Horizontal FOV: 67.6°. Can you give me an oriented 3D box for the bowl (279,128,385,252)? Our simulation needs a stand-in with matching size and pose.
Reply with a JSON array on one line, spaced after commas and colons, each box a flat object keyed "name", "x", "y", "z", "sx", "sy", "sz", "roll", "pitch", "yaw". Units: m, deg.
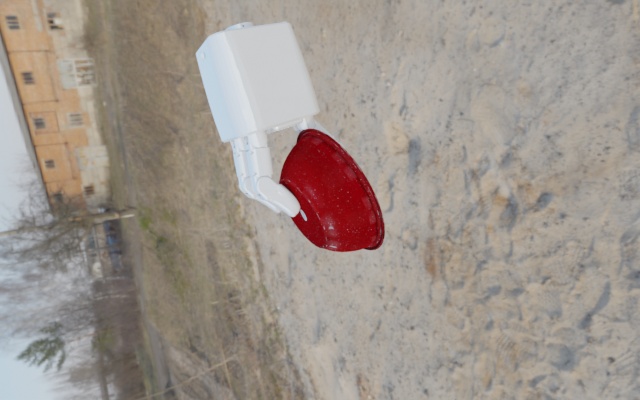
[{"name": "bowl", "x": 0.000, "y": 0.003, "z": 0.546, "sx": 0.055, "sy": 0.162, "sz": 0.162, "roll": -33, "pitch": 13, "yaw": -20}]
